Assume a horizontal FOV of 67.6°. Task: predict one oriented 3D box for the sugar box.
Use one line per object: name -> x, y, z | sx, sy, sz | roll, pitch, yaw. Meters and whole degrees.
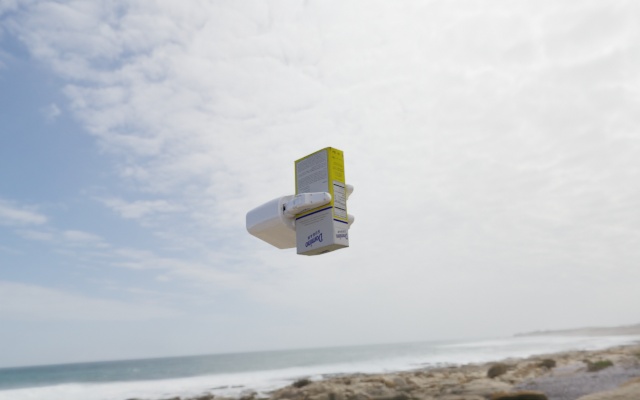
sugar box -> 0.000, 0.003, 0.830 | 0.048, 0.176, 0.093 | 13, -23, -43
